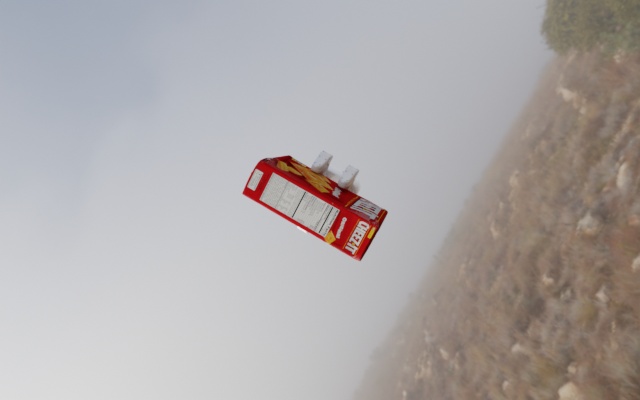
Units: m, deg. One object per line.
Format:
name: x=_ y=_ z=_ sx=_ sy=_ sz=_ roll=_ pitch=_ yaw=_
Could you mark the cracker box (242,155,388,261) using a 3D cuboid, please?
cracker box: x=0.000 y=0.003 z=0.797 sx=0.213 sy=0.072 sz=0.164 roll=29 pitch=13 yaw=8
